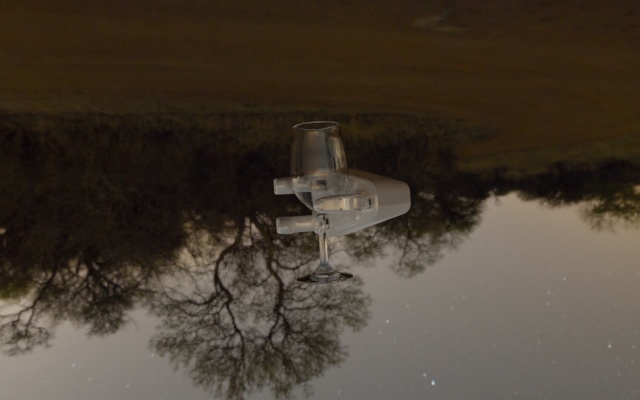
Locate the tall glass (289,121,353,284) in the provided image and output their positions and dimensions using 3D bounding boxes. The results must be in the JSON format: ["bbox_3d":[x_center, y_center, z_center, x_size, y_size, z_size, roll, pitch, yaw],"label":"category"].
[{"bbox_3d":[0.000,0.003,0.619,0.079,0.201,0.079,-4,1,0],"label":"tall glass"}]
